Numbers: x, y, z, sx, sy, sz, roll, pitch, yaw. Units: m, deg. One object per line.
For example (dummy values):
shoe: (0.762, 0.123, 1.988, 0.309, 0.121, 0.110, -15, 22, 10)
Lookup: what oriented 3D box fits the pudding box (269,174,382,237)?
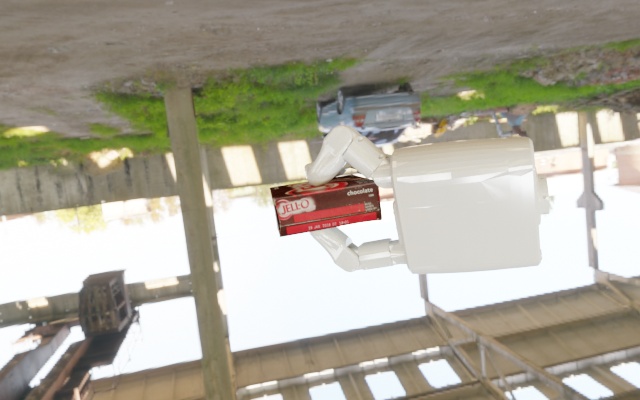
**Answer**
pudding box: (0.000, 0.002, 0.446, 0.090, 0.039, 0.113, -8, 5, -7)
